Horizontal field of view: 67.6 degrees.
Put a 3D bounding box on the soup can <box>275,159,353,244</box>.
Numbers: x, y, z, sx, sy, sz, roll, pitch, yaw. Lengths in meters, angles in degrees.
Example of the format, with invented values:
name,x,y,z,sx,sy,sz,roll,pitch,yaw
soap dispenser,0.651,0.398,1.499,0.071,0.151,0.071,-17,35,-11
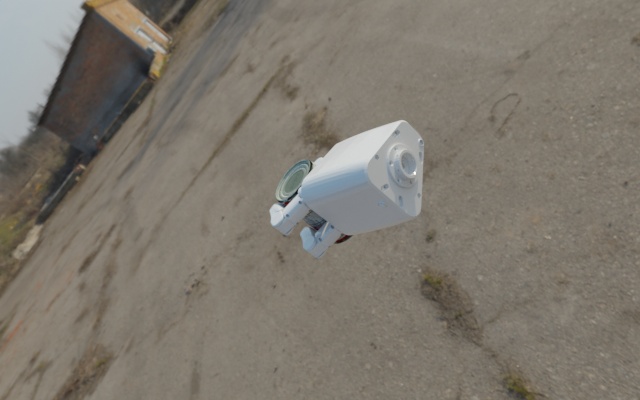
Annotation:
name,x,y,z,sx,sy,sz,roll,pitch,yaw
soup can,0.000,0.002,0.624,0.102,0.068,0.068,38,-19,-27
